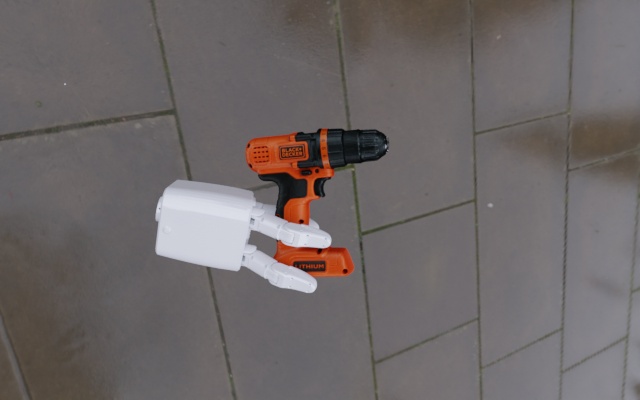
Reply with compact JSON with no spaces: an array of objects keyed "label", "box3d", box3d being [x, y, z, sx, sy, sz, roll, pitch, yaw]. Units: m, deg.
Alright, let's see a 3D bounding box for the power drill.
[{"label":"power drill","box3d":[0.000,0.002,0.617,0.184,0.187,0.057,-3,4,12]}]
